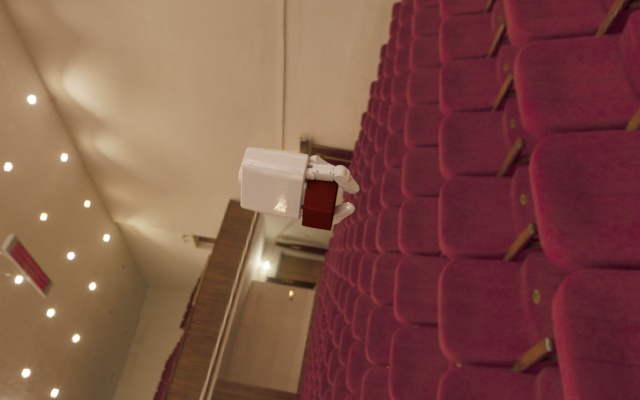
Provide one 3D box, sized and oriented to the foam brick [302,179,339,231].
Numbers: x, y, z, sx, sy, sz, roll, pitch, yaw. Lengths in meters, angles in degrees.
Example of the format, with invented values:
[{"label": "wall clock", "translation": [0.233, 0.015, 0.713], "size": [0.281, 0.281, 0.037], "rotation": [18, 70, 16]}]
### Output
[{"label": "foam brick", "translation": [0.000, 0.003, 0.796], "size": [0.051, 0.078, 0.053], "rotation": [10, -37, 1]}]
